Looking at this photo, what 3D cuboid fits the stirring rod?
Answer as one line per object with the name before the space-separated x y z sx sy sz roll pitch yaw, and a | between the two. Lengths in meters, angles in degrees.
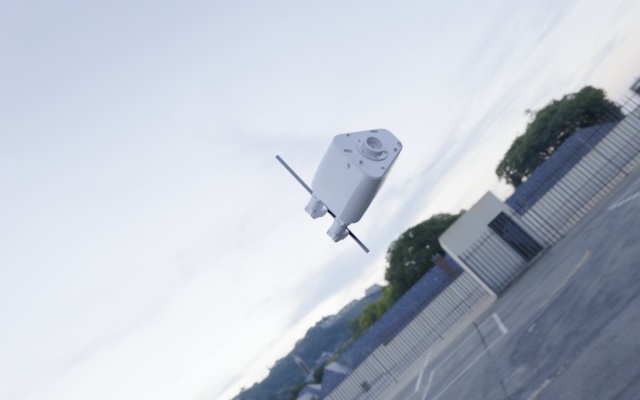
stirring rod | 0.000 0.003 0.828 0.239 0.011 0.011 46 17 18
